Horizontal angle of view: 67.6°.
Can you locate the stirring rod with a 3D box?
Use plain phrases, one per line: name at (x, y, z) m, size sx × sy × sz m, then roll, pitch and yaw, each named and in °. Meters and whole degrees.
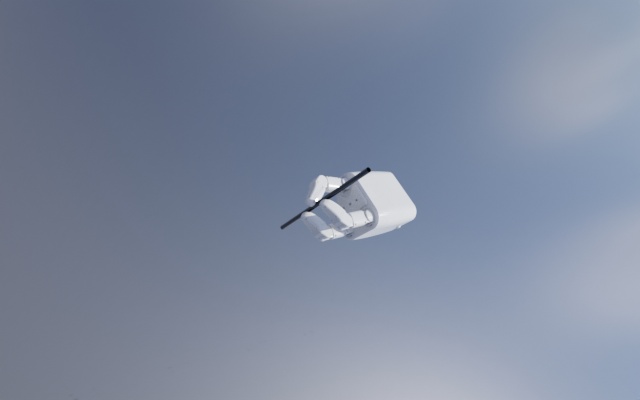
stirring rod at (0.000, 0.002, 0.760) m, size 0.011 × 0.011 × 0.239 m, roll 0°, pitch -22°, yaw -38°
